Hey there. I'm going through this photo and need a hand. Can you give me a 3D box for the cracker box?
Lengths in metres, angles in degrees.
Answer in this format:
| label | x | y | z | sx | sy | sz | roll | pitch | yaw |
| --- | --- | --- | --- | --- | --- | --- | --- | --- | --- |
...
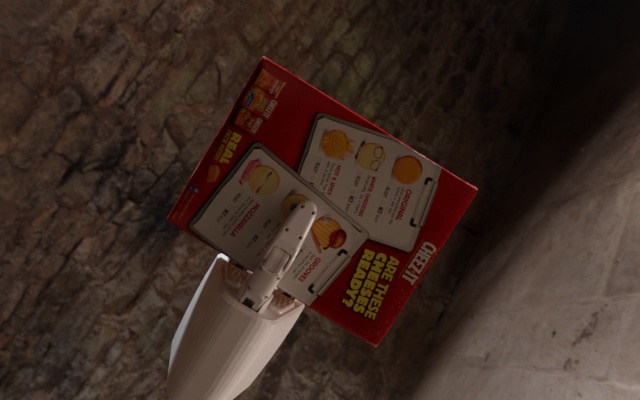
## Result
| label | x | y | z | sx | sy | sz | roll | pitch | yaw |
| --- | --- | --- | --- | --- | --- | --- | --- | --- | --- |
| cracker box | 0.000 | 0.001 | 0.432 | 0.214 | 0.164 | 0.072 | 31 | 5 | -3 |
